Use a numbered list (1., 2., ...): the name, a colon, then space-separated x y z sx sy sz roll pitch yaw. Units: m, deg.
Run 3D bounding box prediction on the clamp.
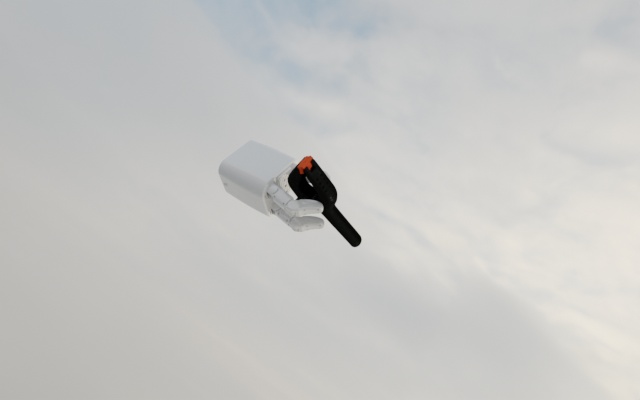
1. clamp: 0.000 0.002 0.839 0.164 0.036 0.210 26 -27 19
